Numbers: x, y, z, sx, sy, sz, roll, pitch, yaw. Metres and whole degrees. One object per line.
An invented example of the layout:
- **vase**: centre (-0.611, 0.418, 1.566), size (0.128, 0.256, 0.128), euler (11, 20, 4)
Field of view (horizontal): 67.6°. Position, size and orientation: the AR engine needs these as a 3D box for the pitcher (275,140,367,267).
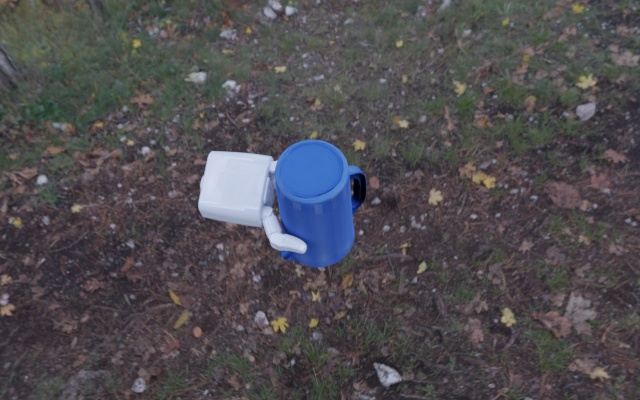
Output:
- **pitcher**: centre (0.000, 0.003, 0.786), size (0.145, 0.149, 0.243), euler (7, -26, 6)
